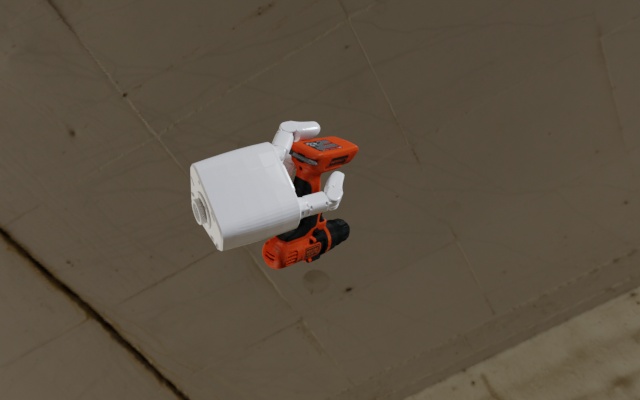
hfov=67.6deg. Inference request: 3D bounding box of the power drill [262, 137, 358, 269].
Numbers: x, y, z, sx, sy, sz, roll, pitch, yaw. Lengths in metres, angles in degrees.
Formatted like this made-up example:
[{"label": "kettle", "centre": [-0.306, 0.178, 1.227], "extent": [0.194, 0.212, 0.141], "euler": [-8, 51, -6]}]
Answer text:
[{"label": "power drill", "centre": [0.000, 0.002, 0.715], "extent": [0.057, 0.188, 0.184], "euler": [25, 25, 31]}]
